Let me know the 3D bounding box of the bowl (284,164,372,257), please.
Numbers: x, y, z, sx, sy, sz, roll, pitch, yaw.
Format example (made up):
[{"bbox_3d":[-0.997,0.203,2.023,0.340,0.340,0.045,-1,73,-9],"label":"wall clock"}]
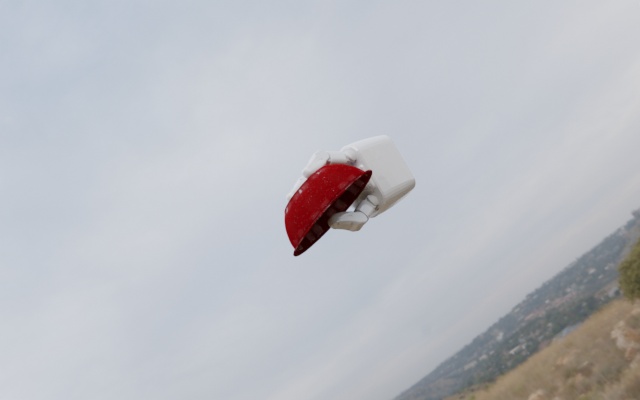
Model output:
[{"bbox_3d":[-0.001,0.002,0.670,0.055,0.162,0.162,42,8,9],"label":"bowl"}]
